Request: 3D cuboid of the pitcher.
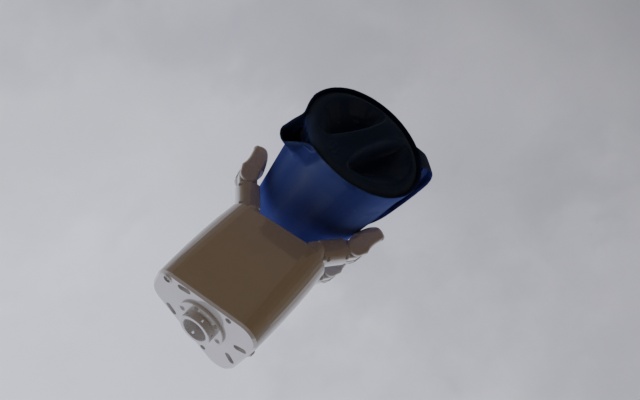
[{"bbox_3d":[0.000,0.002,0.547,0.145,0.149,0.243,-47,0,-44],"label":"pitcher"}]
